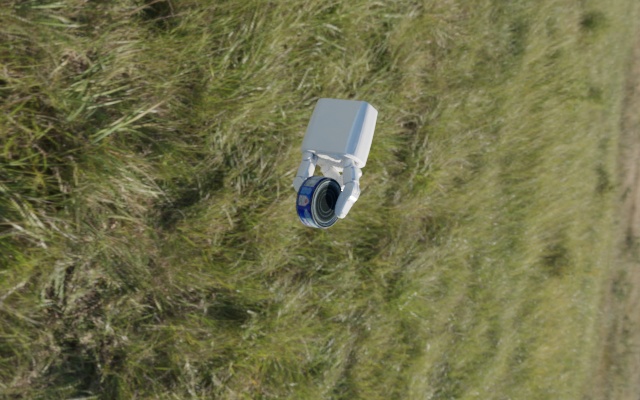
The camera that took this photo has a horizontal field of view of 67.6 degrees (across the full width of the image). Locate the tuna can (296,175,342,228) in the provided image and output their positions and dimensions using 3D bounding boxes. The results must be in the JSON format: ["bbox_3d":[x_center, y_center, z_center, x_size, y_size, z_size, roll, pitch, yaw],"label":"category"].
[{"bbox_3d":[0.001,0.003,0.787,0.034,0.086,0.086,9,6,39],"label":"tuna can"}]
